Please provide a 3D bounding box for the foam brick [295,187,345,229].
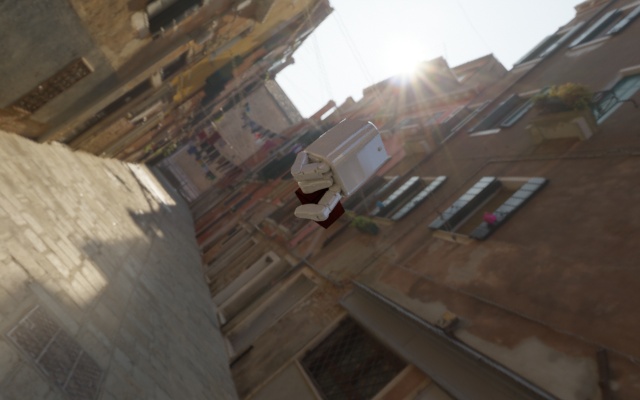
[{"bbox_3d":[0.000,0.003,0.867,0.053,0.051,0.078,34,-19,44],"label":"foam brick"}]
